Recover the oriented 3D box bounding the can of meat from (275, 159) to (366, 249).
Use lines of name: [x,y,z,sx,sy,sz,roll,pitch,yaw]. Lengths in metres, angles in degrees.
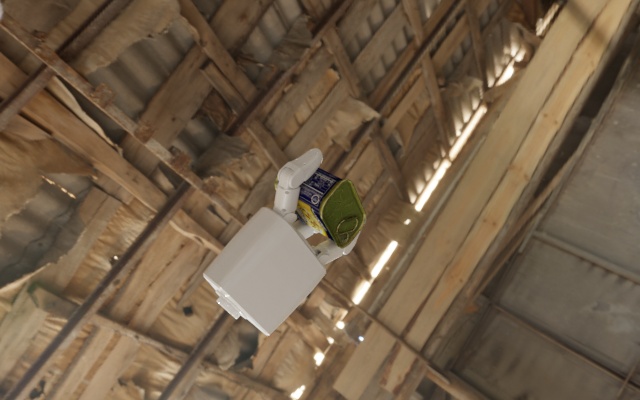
can of meat: [0.000,0.002,0.592,0.084,0.057,0.102,29,-19,34]
